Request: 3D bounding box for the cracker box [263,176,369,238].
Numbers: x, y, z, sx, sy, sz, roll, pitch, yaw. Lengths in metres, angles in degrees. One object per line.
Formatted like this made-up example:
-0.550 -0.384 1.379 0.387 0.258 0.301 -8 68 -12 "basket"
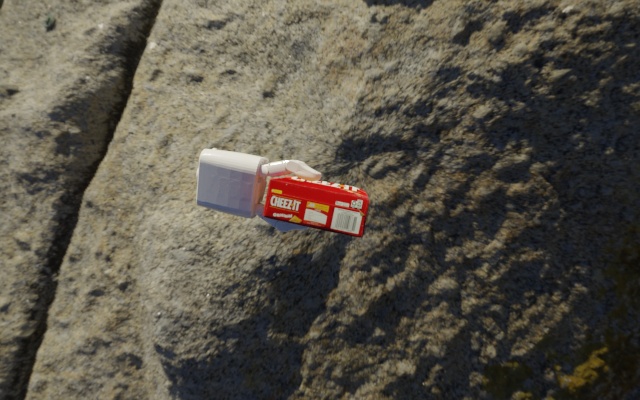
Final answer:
0.000 0.003 0.851 0.164 0.072 0.213 11 5 3 "cracker box"
